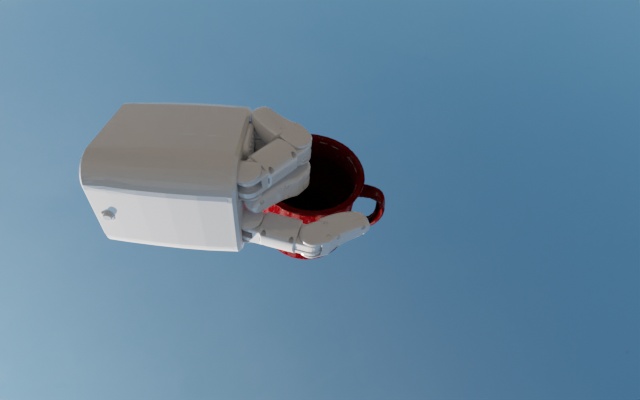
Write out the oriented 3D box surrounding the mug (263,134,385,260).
[{"bbox_3d":[0.001,0.002,0.438,0.117,0.093,0.082,5,-39,-2],"label":"mug"}]
